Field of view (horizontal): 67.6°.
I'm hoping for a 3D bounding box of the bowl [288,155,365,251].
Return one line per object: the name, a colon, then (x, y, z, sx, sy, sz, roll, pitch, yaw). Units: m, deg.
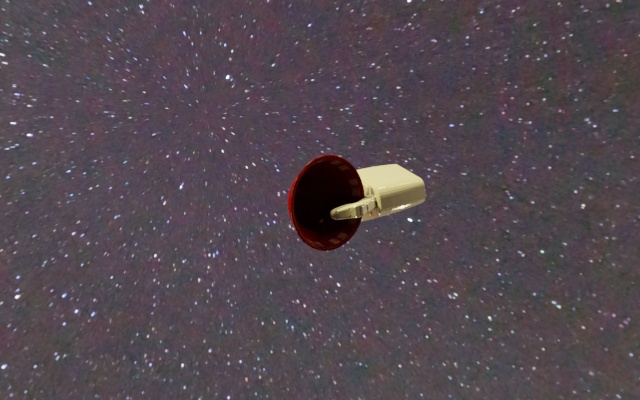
bowl: (-0.001, 0.003, 0.817, 0.162, 0.162, 0.055, 0, 4, -39)
